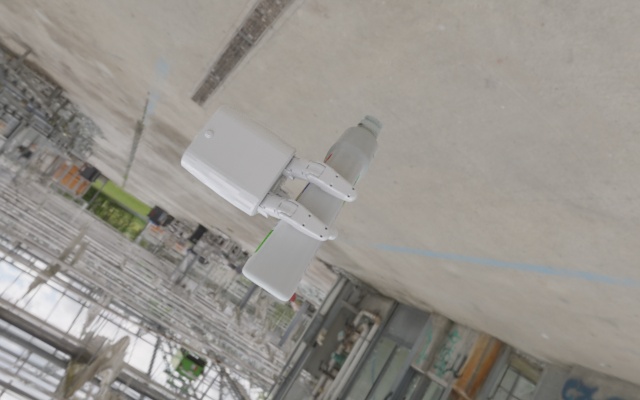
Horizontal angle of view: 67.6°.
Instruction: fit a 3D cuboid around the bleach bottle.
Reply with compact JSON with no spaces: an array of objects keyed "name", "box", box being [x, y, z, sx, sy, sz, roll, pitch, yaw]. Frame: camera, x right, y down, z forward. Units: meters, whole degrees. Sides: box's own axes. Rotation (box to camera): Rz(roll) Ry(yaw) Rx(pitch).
[{"name":"bleach bottle","box":[0.000,0.002,0.595,0.068,0.250,0.102,34,-14,-1]}]
